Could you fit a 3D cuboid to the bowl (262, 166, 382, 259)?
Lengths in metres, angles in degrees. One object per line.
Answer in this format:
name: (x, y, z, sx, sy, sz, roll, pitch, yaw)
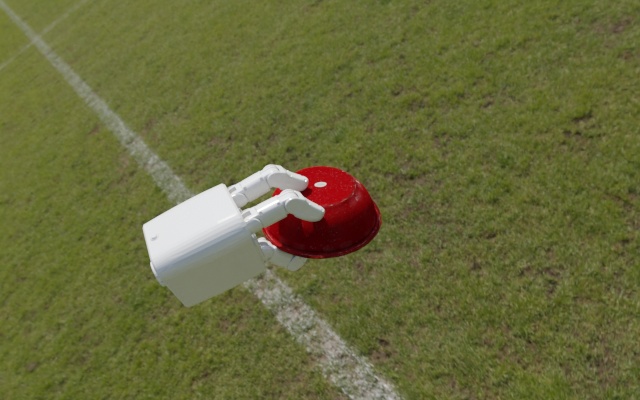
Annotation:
bowl: (0.001, 0.001, 0.624, 0.162, 0.055, 0.162, -1, 36, 1)
